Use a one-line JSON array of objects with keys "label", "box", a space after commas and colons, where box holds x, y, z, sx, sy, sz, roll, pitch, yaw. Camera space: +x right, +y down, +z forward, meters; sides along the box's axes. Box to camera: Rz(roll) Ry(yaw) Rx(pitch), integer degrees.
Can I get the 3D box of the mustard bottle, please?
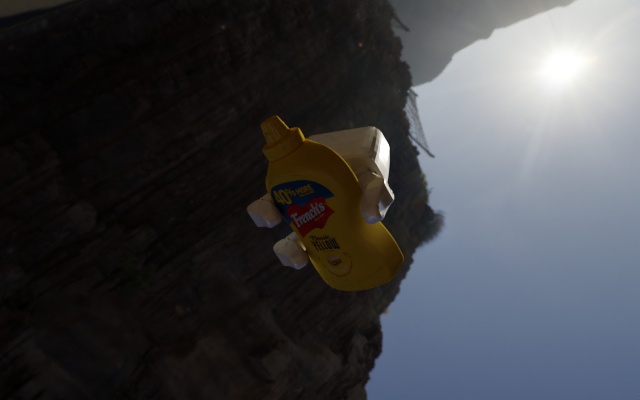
[{"label": "mustard bottle", "box": [0.000, 0.002, 0.474, 0.096, 0.192, 0.058, -12, 28, 45]}]
